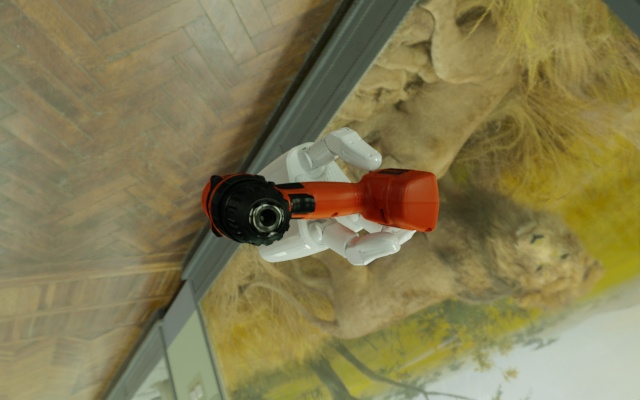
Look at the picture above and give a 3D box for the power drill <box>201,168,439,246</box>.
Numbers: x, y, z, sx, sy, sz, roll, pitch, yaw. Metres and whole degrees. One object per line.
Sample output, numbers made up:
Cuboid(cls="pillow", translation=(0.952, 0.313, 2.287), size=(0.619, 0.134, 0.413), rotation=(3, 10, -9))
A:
Cuboid(cls="power drill", translation=(0.000, 0.001, 0.400), size=(0.187, 0.057, 0.184), rotation=(0, 6, -20))
